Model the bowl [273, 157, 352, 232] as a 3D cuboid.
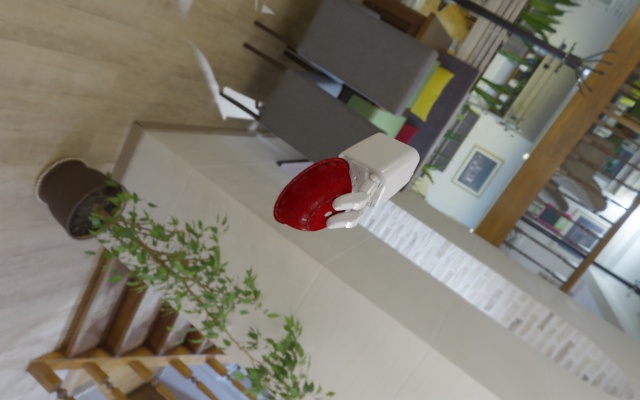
[{"bbox_3d":[-0.001,0.004,0.823,0.162,0.055,0.162,-31,-26,-17],"label":"bowl"}]
